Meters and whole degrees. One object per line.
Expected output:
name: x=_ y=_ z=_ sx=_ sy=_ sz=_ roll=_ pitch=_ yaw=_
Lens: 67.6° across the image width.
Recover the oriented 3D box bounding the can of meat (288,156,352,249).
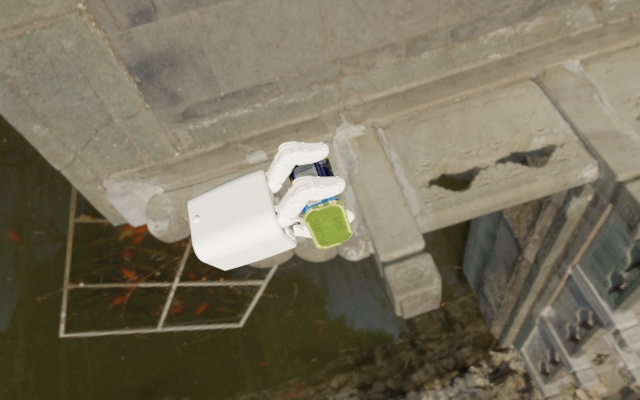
can of meat: x=0.000 y=0.002 z=0.609 sx=0.057 sy=0.084 sz=0.102 roll=-20 pitch=-35 yaw=1
